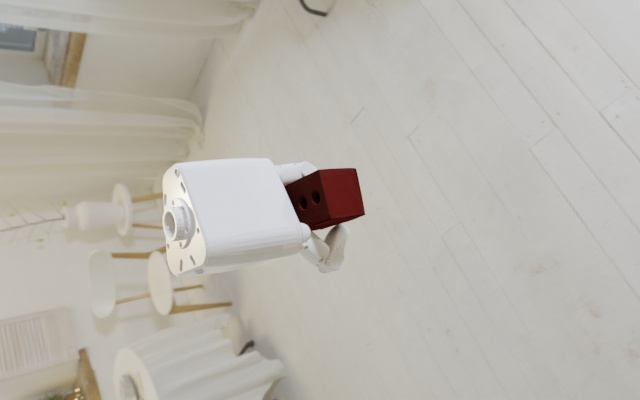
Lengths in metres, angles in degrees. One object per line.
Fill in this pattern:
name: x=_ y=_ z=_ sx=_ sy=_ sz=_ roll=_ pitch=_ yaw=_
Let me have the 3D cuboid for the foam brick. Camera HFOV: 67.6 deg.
foam brick: x=0.000 y=0.001 z=0.511 sx=0.051 sy=0.053 sz=0.078 roll=-4 pitch=-13 yaw=-40
